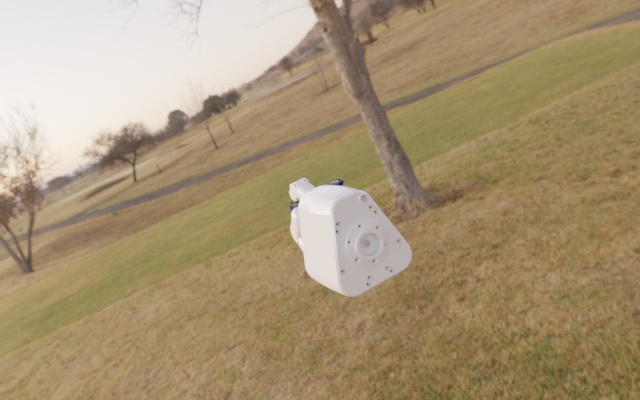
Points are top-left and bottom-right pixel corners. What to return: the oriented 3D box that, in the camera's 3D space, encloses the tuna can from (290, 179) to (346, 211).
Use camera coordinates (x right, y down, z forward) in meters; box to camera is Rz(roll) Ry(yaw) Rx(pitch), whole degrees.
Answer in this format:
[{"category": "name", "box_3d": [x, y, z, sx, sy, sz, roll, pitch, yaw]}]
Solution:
[{"category": "tuna can", "box_3d": [0.000, 0.002, 0.677, 0.086, 0.034, 0.086, -26, 9, 4]}]
